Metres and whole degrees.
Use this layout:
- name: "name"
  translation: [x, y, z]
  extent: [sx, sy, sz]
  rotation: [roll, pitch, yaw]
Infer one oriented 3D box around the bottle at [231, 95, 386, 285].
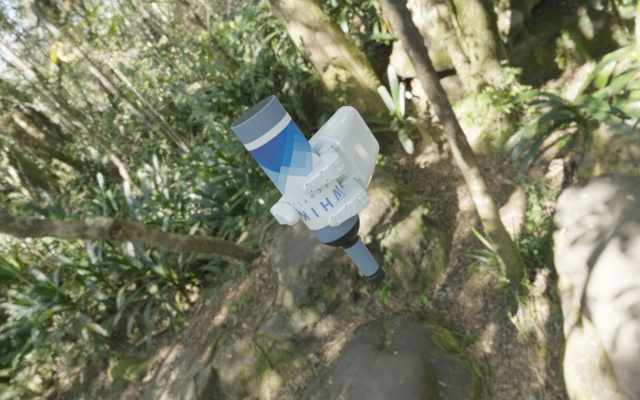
- name: "bottle"
  translation: [0.000, 0.002, 0.630]
  extent: [0.069, 0.296, 0.069]
  rotation: [-31, 23, 14]
